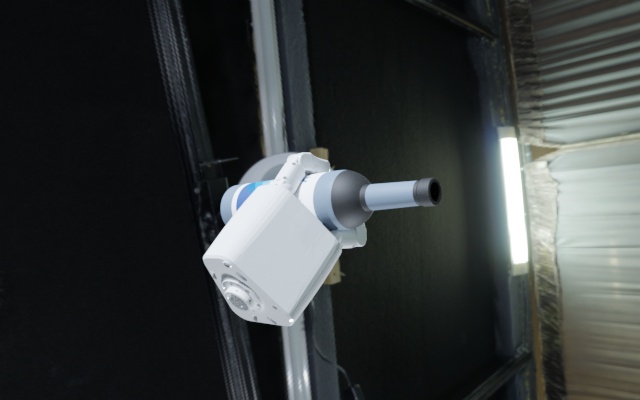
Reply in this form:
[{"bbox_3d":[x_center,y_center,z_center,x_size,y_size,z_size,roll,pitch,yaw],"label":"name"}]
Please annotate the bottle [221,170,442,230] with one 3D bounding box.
[{"bbox_3d":[0.000,0.002,0.553,0.296,0.069,0.069,-5,-4,42],"label":"bottle"}]
